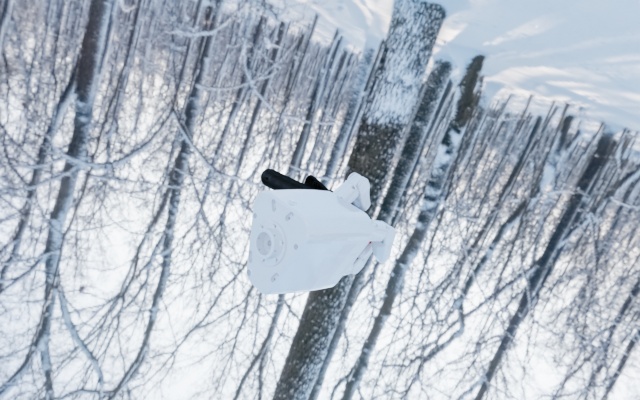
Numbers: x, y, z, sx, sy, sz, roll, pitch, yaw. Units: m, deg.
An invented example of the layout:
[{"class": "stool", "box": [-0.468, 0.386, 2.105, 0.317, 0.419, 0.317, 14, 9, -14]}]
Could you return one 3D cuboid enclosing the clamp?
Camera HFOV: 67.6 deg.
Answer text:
[{"class": "clamp", "box": [0.000, 0.003, 0.649, 0.120, 0.039, 0.171, 1, 24, -48]}]
